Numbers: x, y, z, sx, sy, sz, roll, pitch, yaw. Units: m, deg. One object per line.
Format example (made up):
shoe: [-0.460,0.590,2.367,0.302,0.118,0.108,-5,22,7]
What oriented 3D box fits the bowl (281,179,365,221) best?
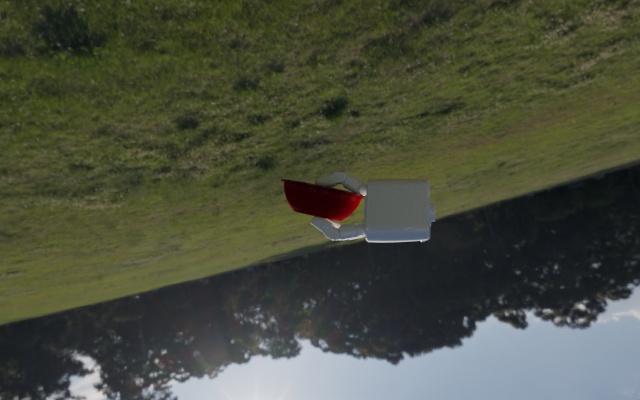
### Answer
bowl: [-0.001,0.003,0.886,0.162,0.055,0.162,12,-1,0]
